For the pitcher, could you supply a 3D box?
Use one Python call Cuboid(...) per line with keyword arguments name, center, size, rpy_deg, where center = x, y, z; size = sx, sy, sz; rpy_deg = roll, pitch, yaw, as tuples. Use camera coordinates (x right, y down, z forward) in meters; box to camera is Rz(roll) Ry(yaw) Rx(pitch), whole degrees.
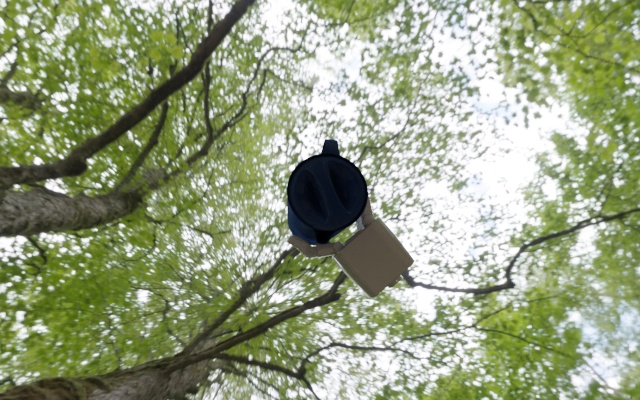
Cuboid(name="pitcher", center=(0.000, 0.003, 0.886), size=(0.149, 0.145, 0.243), rpy_deg=(-40, -6, -14))
